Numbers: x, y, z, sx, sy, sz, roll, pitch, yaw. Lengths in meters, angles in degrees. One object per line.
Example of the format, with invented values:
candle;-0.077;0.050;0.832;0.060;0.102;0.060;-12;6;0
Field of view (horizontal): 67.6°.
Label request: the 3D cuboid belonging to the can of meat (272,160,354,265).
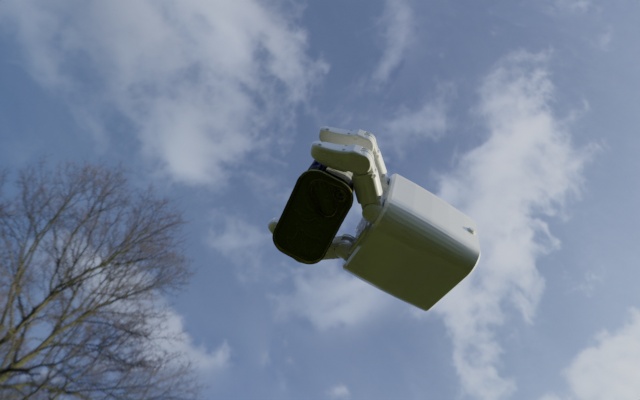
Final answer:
can of meat;0.000;0.002;0.500;0.057;0.102;0.084;27;28;1
